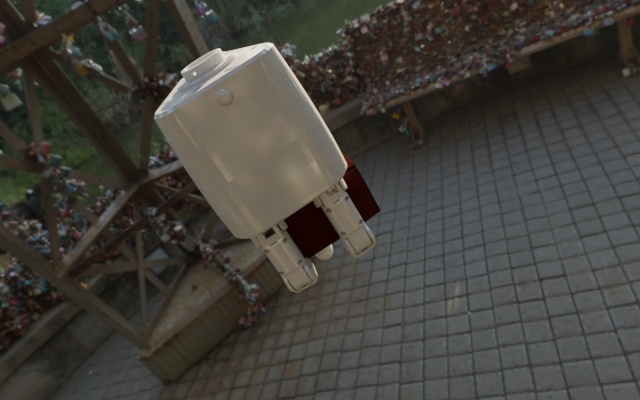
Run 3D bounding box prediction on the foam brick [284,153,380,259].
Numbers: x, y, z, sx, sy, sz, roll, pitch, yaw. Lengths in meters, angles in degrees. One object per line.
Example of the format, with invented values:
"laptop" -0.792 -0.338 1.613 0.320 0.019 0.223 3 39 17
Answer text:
"foam brick" 0.000 0.001 0.401 0.078 0.051 0.053 -33 27 -3
